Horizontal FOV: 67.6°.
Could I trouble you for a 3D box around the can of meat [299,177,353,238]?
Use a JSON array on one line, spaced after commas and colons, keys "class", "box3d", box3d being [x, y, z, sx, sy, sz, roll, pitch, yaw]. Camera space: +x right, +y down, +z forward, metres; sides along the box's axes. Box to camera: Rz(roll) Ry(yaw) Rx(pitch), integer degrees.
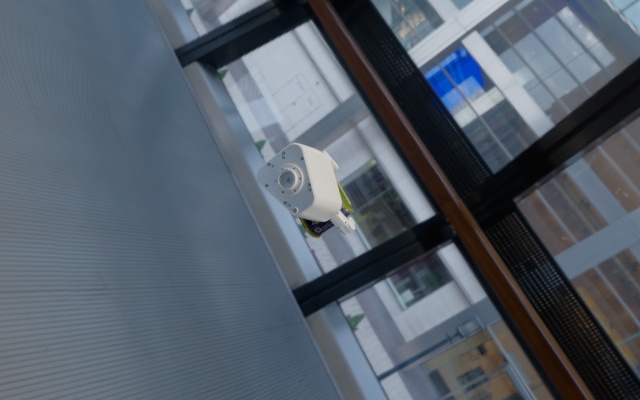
[{"class": "can of meat", "box3d": [0.000, 0.003, 0.864, 0.084, 0.102, 0.057, -36, -20, 16]}]
